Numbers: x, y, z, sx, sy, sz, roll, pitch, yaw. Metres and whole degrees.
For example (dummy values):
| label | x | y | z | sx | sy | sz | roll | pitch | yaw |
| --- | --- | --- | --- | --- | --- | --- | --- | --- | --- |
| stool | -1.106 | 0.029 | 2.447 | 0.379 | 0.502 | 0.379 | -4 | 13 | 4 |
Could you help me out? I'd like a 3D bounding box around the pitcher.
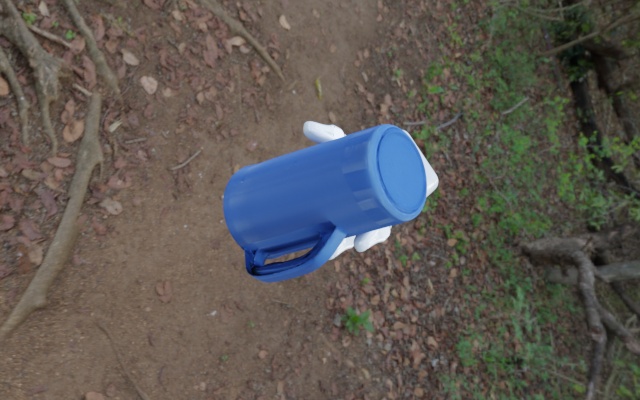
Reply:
| label | x | y | z | sx | sy | sz | roll | pitch | yaw |
| --- | --- | --- | --- | --- | --- | --- | --- | --- | --- |
| pitcher | 0.000 | 0.002 | 0.582 | 0.243 | 0.149 | 0.145 | -16 | 5 | 42 |
